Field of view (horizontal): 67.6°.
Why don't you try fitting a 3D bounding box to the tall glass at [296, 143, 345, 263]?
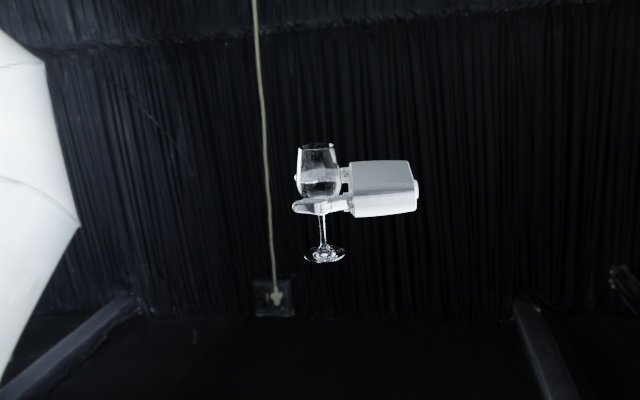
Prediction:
[{"bbox_3d":[0.000,0.003,0.838,0.079,0.201,0.079,-4,17,1],"label":"tall glass"}]
